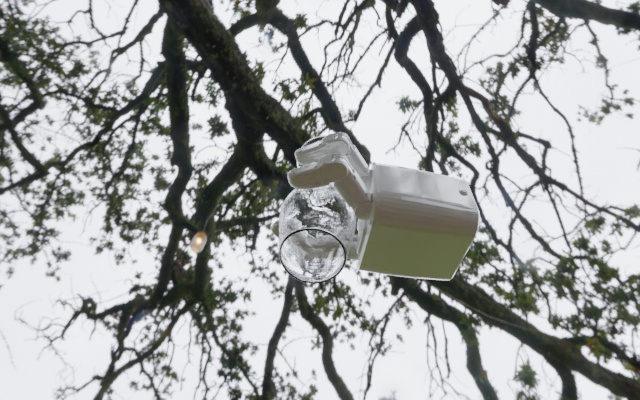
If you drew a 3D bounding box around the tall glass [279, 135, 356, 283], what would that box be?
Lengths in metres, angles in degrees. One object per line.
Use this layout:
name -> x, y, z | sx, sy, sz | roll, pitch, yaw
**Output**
tall glass -> 0.000, 0.001, 0.517 | 0.079, 0.079, 0.201 | 0, 30, 5
